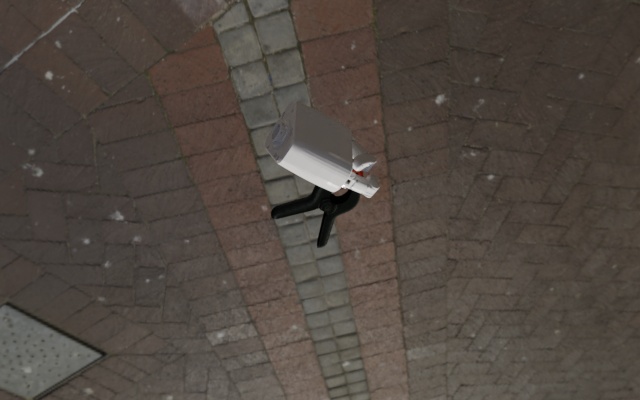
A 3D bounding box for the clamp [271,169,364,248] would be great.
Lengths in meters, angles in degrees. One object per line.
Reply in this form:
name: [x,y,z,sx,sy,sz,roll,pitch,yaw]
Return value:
clamp: [0.000,0.003,0.805,0.120,0.171,0.039,24,29,-27]
